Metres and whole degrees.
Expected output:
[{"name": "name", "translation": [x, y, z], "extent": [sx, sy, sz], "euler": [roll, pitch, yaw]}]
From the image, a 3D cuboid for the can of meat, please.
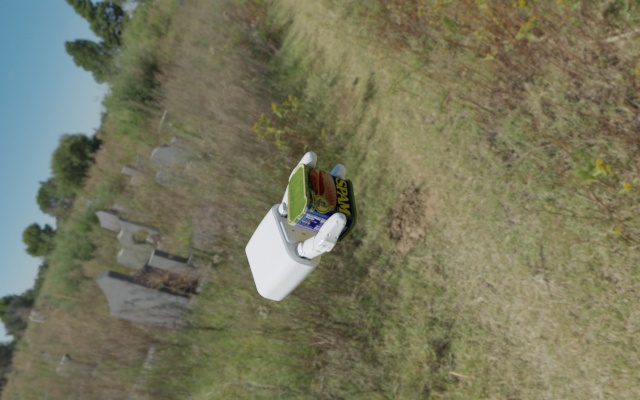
[{"name": "can of meat", "translation": [0.000, 0.002, 0.691], "extent": [0.084, 0.102, 0.057], "euler": [20, -48, -25]}]
